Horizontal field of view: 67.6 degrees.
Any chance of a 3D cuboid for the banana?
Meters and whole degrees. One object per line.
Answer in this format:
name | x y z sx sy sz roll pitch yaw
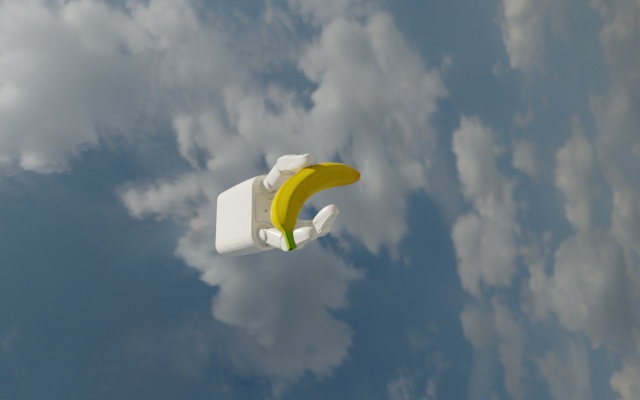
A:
banana | -0.012 -0.011 0.650 0.037 0.069 0.197 -22 17 44
